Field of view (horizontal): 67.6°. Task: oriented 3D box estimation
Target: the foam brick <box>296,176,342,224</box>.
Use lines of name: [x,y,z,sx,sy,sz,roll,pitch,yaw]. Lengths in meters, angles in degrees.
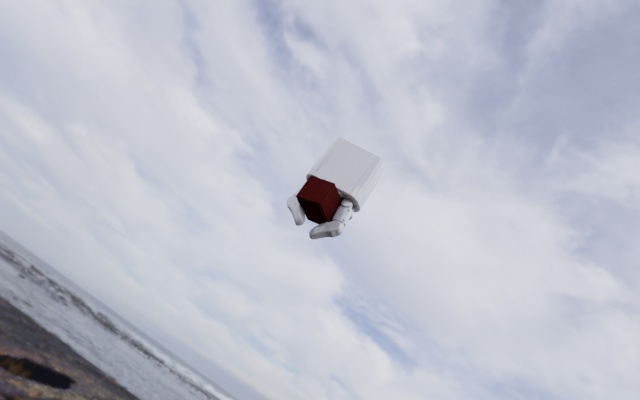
foam brick: [0.000,0.003,0.849,0.053,0.051,0.078,21,-27,29]
